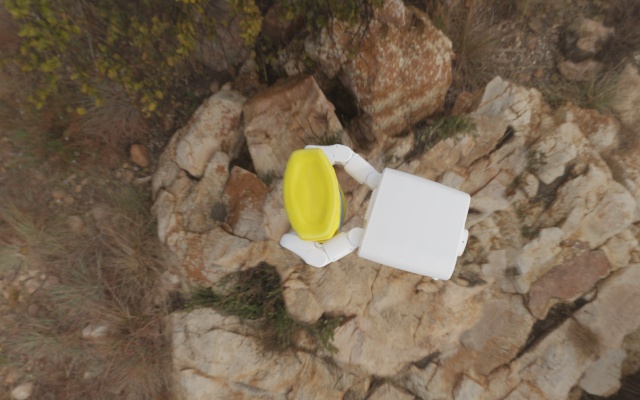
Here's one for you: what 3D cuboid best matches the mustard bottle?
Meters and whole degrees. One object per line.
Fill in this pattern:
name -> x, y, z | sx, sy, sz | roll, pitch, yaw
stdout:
mustard bottle -> 0.000, 0.002, 0.576 | 0.058, 0.096, 0.191 | -8, -7, 6
